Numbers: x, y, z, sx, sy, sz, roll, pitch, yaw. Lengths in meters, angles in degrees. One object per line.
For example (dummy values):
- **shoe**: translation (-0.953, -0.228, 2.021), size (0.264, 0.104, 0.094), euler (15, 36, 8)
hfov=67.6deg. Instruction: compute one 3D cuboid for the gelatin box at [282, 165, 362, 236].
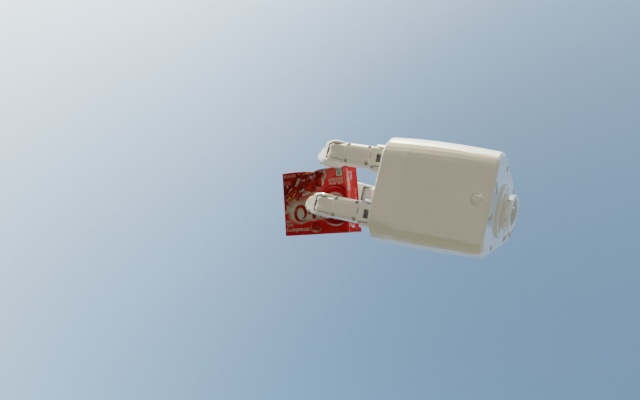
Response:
- **gelatin box**: translation (0.000, 0.002, 0.539), size (0.089, 0.073, 0.030), euler (-5, -2, 35)
